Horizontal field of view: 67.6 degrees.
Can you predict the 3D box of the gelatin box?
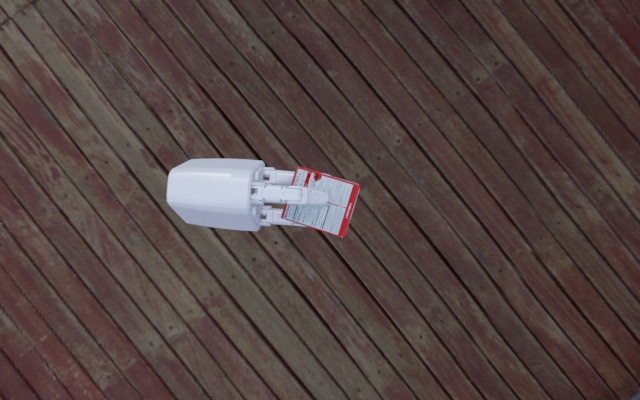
[{"bbox_3d":[0.000,0.002,0.634,0.089,0.073,0.030,17,-1,7],"label":"gelatin box"}]
